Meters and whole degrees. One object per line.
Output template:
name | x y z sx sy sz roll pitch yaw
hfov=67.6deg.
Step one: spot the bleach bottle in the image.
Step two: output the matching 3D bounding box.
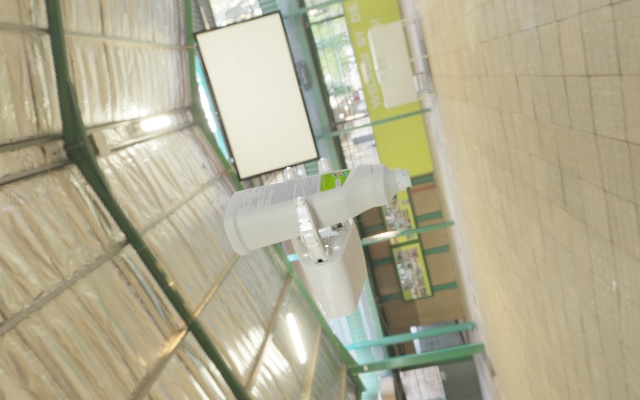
bleach bottle | 0.000 0.002 0.658 0.251 0.068 0.102 -13 30 9
